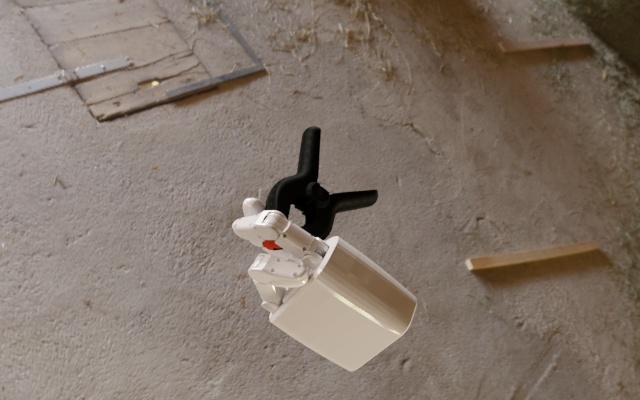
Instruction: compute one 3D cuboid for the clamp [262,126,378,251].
[{"bbox_3d":[0.000,0.001,0.531,0.120,0.171,0.039,36,-39,-8],"label":"clamp"}]
